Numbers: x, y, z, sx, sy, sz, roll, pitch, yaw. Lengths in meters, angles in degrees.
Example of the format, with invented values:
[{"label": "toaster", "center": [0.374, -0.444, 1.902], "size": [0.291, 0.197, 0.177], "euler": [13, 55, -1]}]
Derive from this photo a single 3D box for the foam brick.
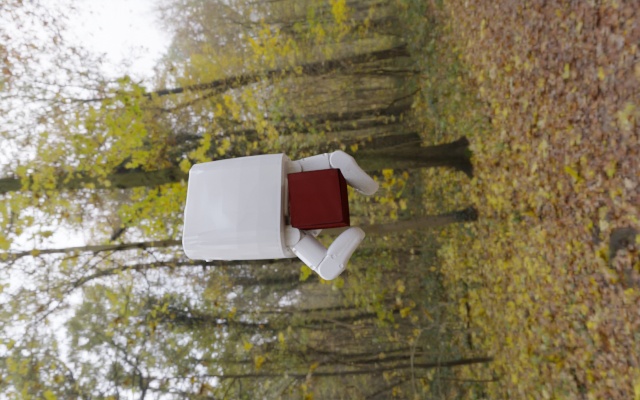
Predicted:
[{"label": "foam brick", "center": [0.000, 0.001, 0.478], "size": [0.051, 0.053, 0.078], "euler": [-5, -7, 7]}]
